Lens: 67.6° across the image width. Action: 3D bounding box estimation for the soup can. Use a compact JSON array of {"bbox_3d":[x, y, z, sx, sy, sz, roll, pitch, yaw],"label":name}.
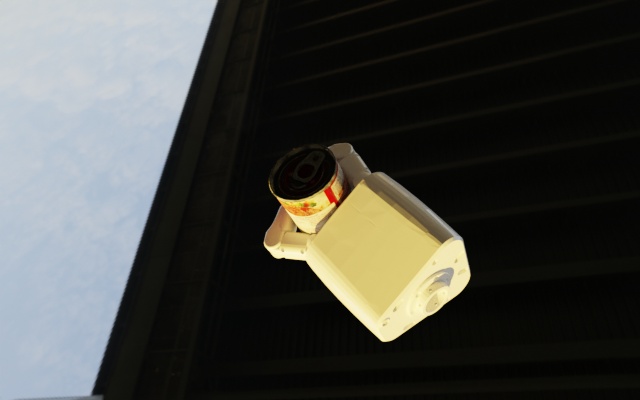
[{"bbox_3d":[0.000,0.002,0.482,0.068,0.068,0.102,0,-35,24],"label":"soup can"}]
